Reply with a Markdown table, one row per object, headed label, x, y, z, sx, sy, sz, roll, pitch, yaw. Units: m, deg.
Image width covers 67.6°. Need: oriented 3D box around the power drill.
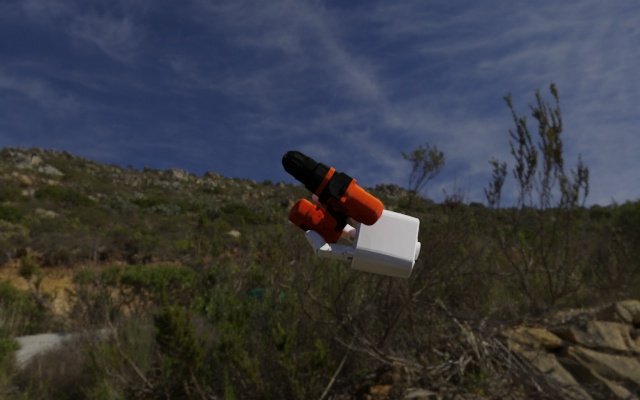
| label | x | y | z | sx | sy | sz | roll | pitch | yaw |
| --- | --- | --- | --- | --- | --- | --- | --- | --- | --- |
| power drill | 0.000 | 0.003 | 0.830 | 0.184 | 0.057 | 0.188 | 34 | -25 | -1 |
